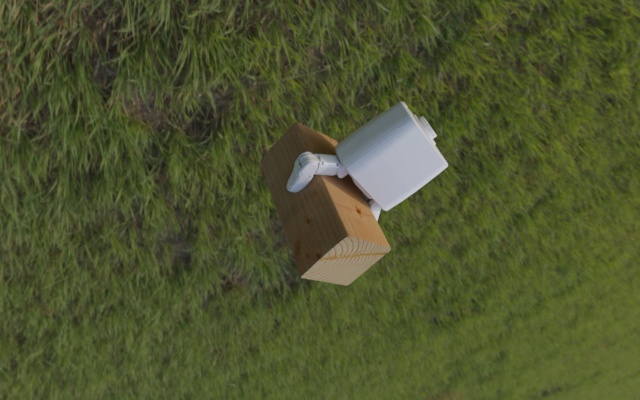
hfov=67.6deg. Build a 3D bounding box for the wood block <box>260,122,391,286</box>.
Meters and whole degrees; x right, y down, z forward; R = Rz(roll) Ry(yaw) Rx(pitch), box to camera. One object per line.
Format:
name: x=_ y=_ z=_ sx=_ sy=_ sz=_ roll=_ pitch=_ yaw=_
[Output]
wood block: x=0.000 y=0.002 z=0.659 sx=0.091 sy=0.206 sz=0.090 roll=19 pitch=-53 yaw=-43
